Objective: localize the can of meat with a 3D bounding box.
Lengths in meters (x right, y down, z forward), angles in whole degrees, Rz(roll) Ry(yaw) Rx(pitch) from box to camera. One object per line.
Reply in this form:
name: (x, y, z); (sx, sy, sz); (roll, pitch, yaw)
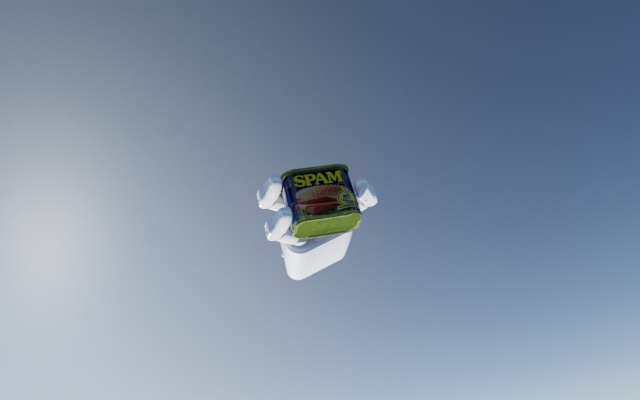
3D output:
can of meat: (0.000, 0.002, 0.664); (0.102, 0.084, 0.057); (-8, -32, -13)
